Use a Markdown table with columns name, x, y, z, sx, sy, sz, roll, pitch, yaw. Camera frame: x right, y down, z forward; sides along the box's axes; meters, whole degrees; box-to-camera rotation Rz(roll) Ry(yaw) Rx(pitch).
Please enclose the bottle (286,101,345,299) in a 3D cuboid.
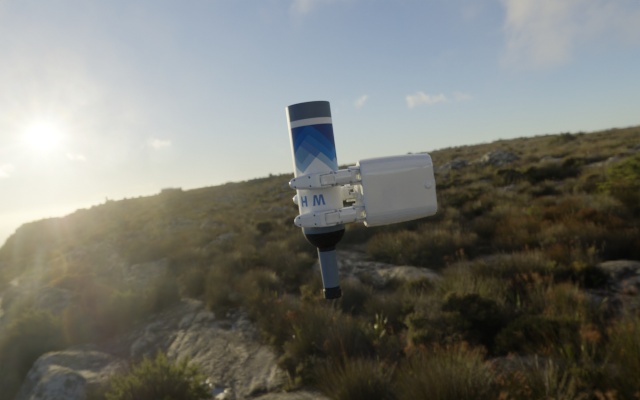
| name | x | y | z | sx | sy | sz | roll | pitch | yaw |
| --- | --- | --- | --- | --- | --- | --- | --- | --- | --- |
| bottle | 0.000 | 0.002 | 0.723 | 0.069 | 0.296 | 0.069 | -7 | 4 | 0 |
